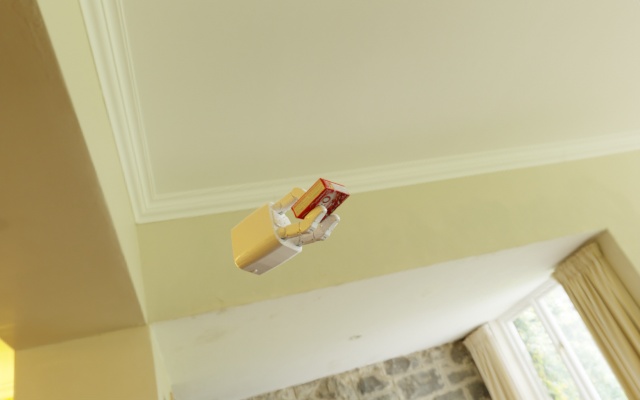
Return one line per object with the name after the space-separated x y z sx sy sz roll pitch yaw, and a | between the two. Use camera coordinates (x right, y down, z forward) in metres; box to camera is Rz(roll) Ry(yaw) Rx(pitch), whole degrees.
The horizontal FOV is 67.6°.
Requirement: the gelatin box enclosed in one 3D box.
0.000 0.002 0.899 0.089 0.030 0.073 -45 -36 23 | gelatin box
